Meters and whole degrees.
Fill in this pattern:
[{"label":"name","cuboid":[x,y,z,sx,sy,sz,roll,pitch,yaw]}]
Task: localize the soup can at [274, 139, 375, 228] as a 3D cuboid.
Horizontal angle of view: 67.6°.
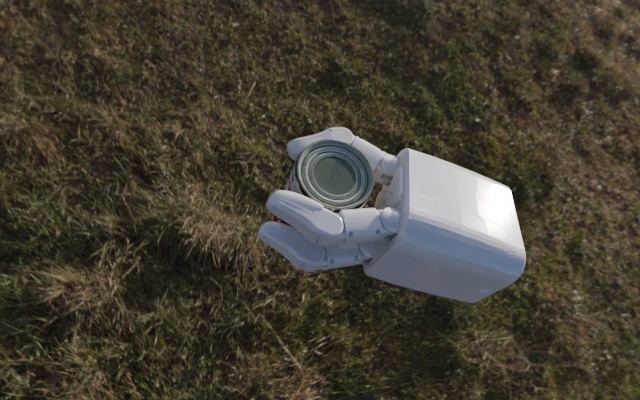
[{"label":"soup can","cuboid":[0.000,0.001,0.421,0.068,0.068,0.102,0,-27,-16]}]
